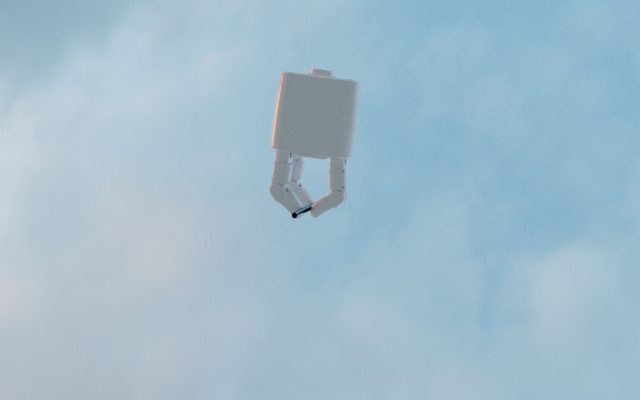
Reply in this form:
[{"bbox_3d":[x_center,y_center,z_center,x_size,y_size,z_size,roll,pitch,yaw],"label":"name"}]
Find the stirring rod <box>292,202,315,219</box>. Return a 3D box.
[{"bbox_3d":[0.000,0.002,0.737,0.011,0.011,0.239,0,8,17],"label":"stirring rod"}]
